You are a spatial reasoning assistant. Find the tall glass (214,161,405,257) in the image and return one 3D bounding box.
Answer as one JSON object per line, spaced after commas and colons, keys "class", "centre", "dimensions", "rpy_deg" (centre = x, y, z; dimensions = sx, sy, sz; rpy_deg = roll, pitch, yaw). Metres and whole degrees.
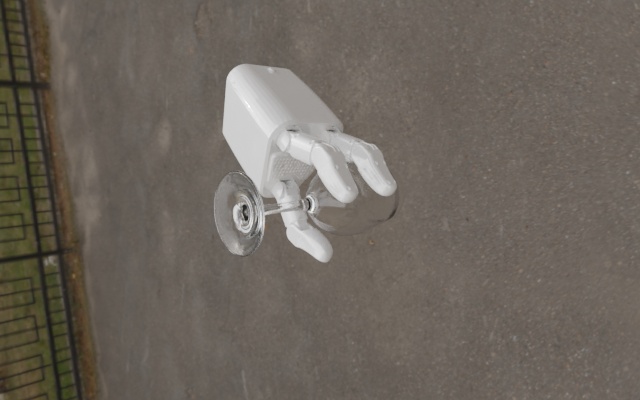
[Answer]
{"class": "tall glass", "centre": [0.000, 0.002, 0.477], "dimensions": [0.201, 0.079, 0.079], "rpy_deg": [-7, 5, -43]}
